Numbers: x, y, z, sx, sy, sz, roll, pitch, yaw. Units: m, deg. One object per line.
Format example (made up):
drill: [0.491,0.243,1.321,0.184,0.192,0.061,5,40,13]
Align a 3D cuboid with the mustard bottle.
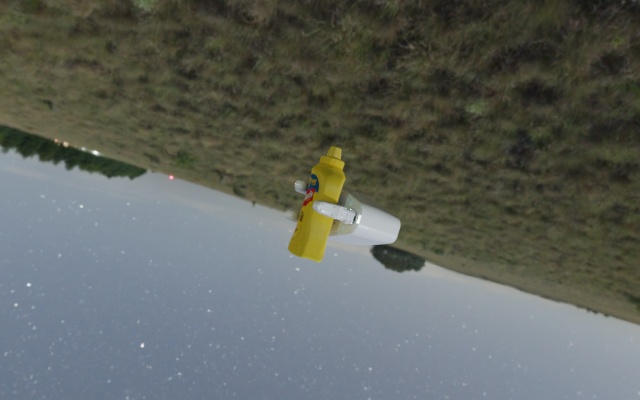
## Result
mustard bottle: [0.000,0.003,0.802,0.058,0.191,0.096,17,-2,-12]
